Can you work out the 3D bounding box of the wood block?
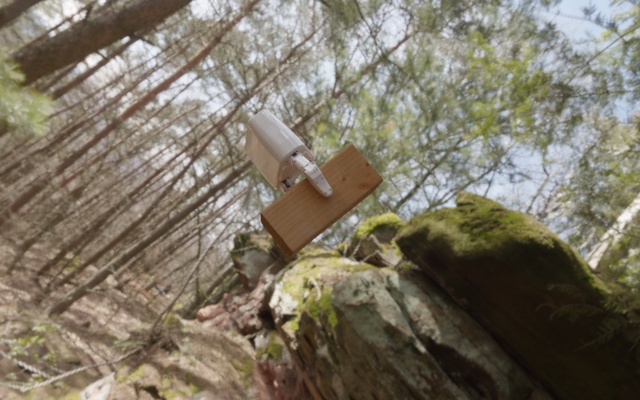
[{"bbox_3d":[0.000,0.002,0.861,0.206,0.090,0.091,-38,-7,-14],"label":"wood block"}]
